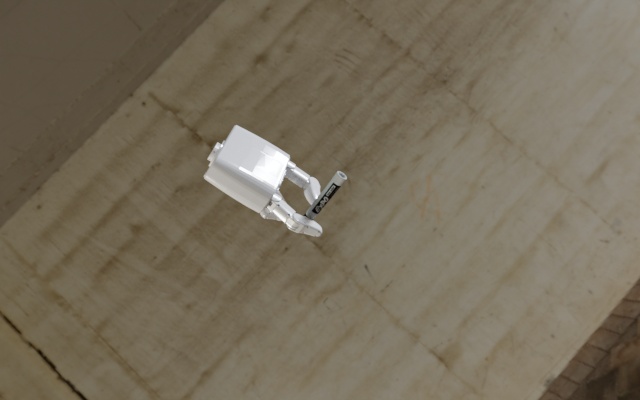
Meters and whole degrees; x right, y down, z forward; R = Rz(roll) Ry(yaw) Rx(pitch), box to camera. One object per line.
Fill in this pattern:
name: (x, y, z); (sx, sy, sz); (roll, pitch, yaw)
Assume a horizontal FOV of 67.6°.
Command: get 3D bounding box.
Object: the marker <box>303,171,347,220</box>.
marker: (0.000, 0.003, 0.766); (0.020, 0.020, 0.121); (0, -44, -50)
